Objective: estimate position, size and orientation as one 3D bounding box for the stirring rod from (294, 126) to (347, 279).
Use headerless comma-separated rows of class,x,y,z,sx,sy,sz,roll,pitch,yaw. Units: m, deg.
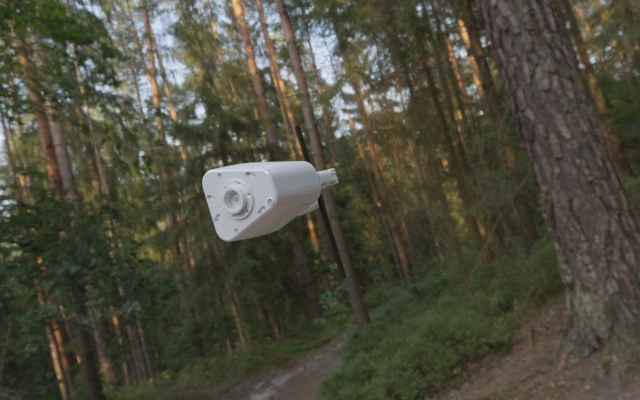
stirring rod,0.000,0.002,0.723,0.011,0.239,0.011,-17,-2,-1
